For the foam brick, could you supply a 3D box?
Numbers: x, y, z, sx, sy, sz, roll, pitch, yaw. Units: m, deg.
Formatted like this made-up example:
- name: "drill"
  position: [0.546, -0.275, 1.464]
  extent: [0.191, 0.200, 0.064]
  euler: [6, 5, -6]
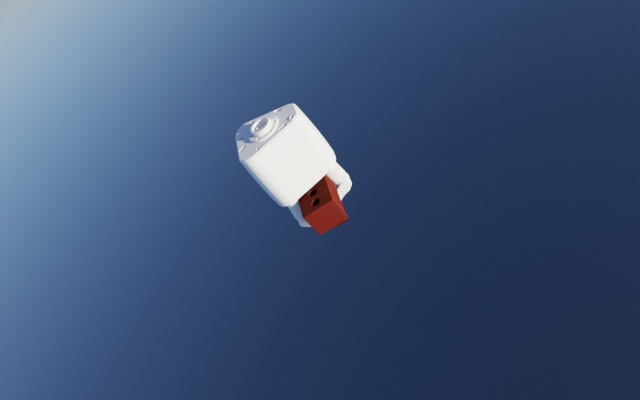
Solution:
- name: "foam brick"
  position: [0.000, 0.003, 0.724]
  extent: [0.053, 0.078, 0.051]
  euler: [-31, -48, 11]
